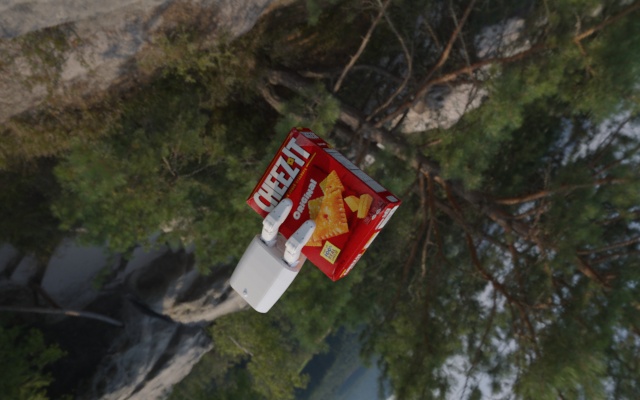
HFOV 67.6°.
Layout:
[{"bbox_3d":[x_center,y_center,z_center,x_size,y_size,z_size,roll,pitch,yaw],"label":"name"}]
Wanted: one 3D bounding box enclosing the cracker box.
[{"bbox_3d":[0.000,0.003,0.808,0.213,0.164,0.072,40,18,17],"label":"cracker box"}]
